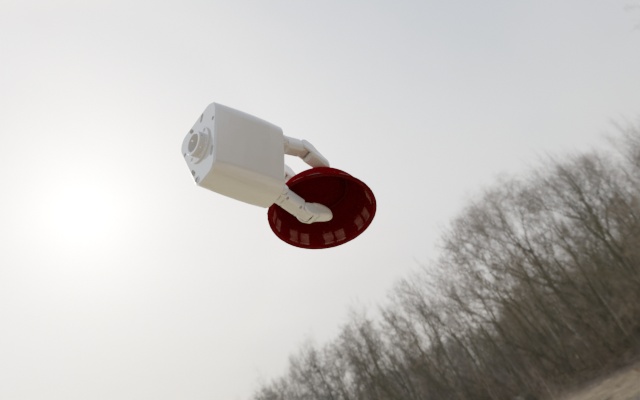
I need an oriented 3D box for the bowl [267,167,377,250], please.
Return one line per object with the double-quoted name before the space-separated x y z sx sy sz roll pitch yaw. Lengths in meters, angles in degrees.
"bowl" 0.001 0.003 0.716 0.162 0.162 0.055 0 44 -9
